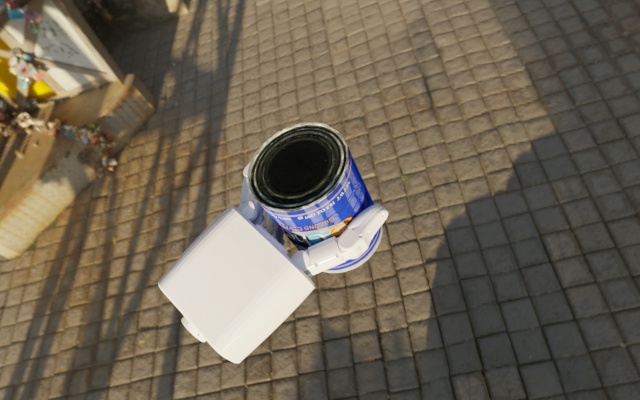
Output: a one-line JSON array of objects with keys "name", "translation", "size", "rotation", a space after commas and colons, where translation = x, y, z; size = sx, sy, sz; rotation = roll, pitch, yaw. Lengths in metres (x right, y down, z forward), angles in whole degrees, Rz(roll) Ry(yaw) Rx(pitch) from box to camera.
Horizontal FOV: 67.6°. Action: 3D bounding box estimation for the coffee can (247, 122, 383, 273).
[{"name": "coffee can", "translation": [0.000, 0.002, 0.503], "size": [0.103, 0.102, 0.140], "rotation": [0, -31, 22]}]
